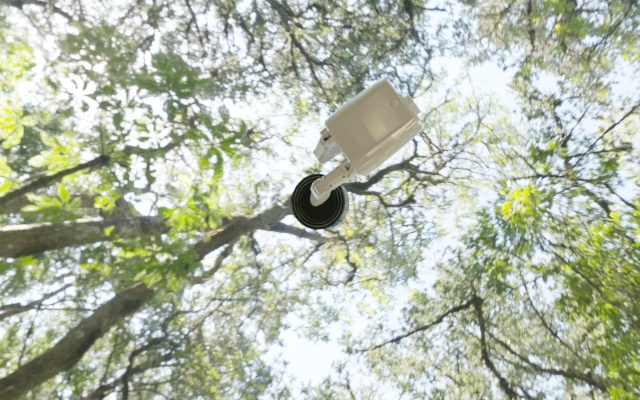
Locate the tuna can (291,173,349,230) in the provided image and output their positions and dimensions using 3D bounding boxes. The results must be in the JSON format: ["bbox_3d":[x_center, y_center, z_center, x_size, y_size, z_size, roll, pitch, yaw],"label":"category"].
[{"bbox_3d":[0.000,0.002,0.731,0.086,0.086,0.034,0,-2,19],"label":"tuna can"}]
